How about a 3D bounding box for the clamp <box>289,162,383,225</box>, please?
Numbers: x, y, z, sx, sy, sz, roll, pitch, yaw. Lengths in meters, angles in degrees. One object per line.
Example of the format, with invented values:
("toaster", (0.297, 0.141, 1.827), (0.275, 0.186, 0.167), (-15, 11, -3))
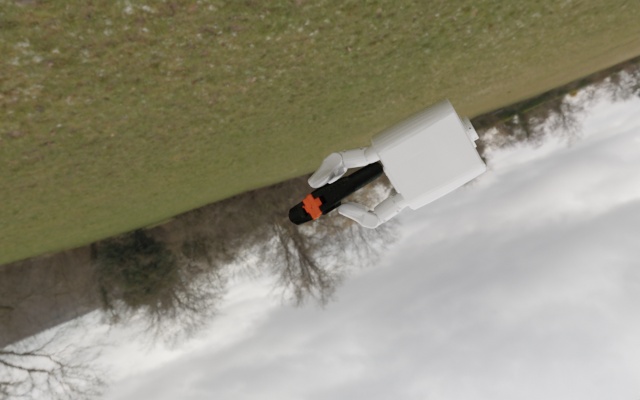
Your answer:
("clamp", (0.001, 0.003, 0.655), (0.164, 0.036, 0.210), (-32, 0, 18))
